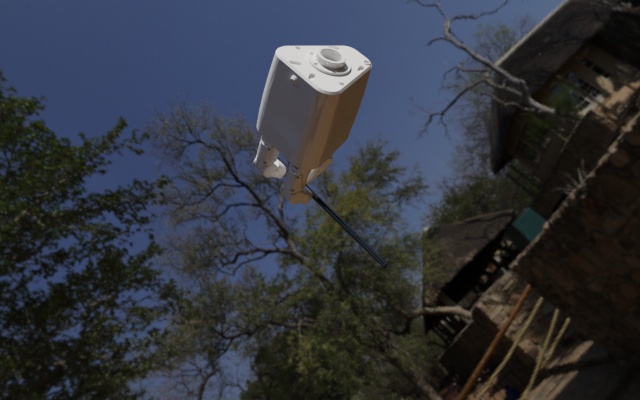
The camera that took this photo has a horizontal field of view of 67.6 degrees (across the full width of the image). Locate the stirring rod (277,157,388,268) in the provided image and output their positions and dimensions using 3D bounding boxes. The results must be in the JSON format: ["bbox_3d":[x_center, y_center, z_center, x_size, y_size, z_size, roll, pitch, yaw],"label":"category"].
[{"bbox_3d":[0.000,0.002,0.625,0.239,0.011,0.011,44,20,23],"label":"stirring rod"}]
